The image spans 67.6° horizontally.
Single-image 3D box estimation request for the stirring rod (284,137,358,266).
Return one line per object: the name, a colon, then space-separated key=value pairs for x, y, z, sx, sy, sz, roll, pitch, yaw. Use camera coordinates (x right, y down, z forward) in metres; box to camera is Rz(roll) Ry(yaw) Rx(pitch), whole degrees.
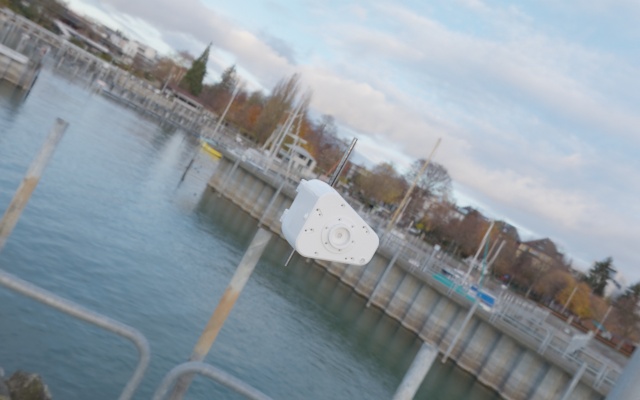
stirring rod: x=0.000 y=0.003 z=0.789 sx=0.011 sy=0.239 sz=0.011 roll=29 pitch=2 yaw=-1
